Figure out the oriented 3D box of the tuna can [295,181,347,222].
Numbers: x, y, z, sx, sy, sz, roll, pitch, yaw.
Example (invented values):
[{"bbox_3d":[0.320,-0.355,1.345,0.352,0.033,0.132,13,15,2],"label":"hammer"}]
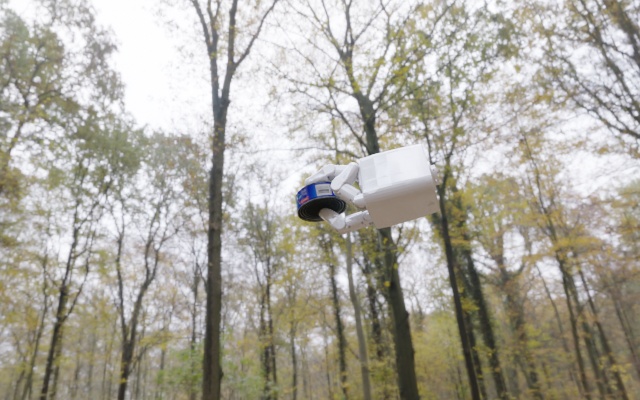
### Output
[{"bbox_3d":[0.000,0.002,0.822,0.086,0.033,0.086,-9,-29,-5],"label":"tuna can"}]
